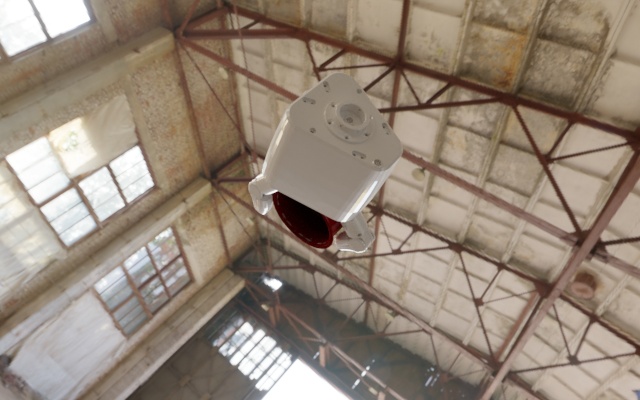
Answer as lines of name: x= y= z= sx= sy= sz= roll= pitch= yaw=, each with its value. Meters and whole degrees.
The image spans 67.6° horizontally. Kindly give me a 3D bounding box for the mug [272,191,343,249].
mug: x=0.000 y=0.002 z=0.582 sx=0.081 sy=0.093 sz=0.117 roll=-43 pitch=-7 yaw=-30
